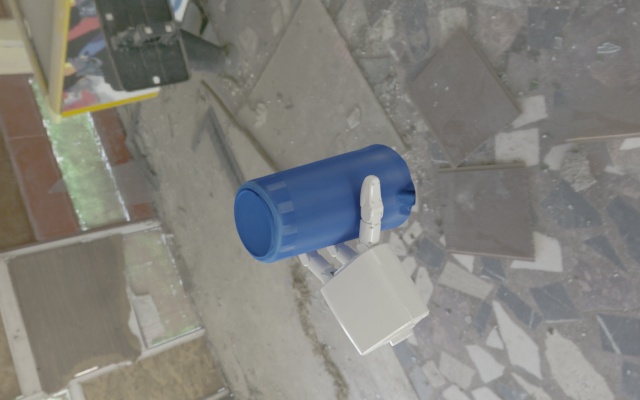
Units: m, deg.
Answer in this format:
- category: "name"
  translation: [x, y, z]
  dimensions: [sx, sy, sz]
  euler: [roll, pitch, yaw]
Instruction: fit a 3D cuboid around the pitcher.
- category: "pitcher"
  translation: [0.000, 0.002, 0.676]
  dimensions: [0.243, 0.145, 0.149]
  euler: [-15, -24, -38]
